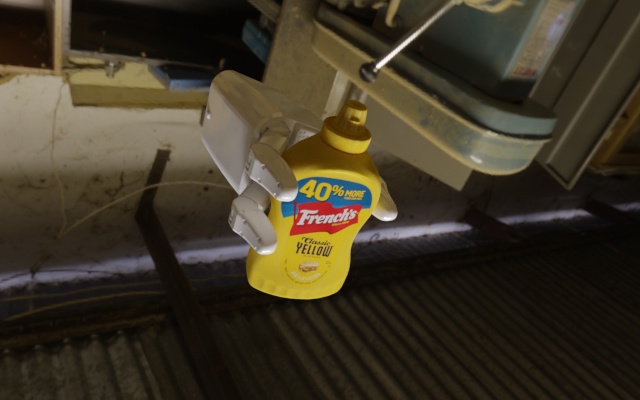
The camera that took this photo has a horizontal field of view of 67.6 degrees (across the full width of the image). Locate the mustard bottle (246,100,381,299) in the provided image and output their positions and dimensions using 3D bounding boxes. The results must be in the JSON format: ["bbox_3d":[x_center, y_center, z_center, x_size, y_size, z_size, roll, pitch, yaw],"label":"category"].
[{"bbox_3d":[0.000,0.002,0.423,0.096,0.192,0.058,9,32,-18],"label":"mustard bottle"}]
